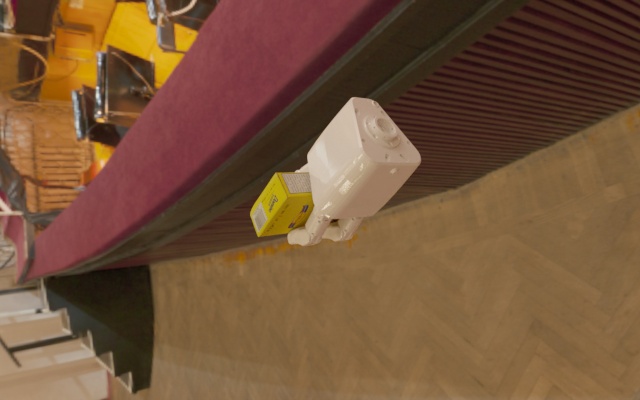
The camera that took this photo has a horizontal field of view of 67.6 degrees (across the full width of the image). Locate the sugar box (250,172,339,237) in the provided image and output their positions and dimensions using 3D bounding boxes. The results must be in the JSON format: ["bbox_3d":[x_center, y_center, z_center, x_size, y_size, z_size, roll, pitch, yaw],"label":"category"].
[{"bbox_3d":[0.000,0.003,0.658,0.176,0.048,0.093,-2,-33,-36],"label":"sugar box"}]
